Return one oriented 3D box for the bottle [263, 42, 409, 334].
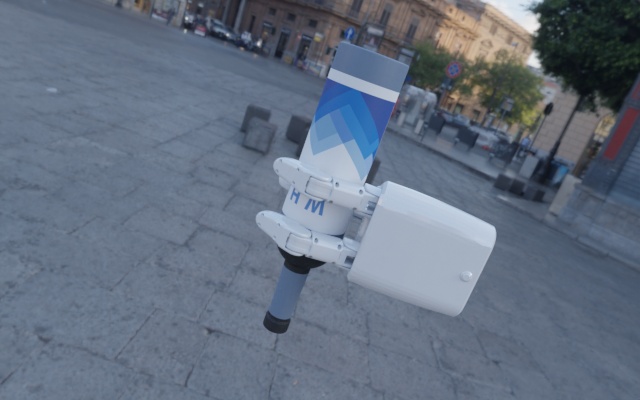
[{"bbox_3d":[0.000,0.001,0.469,0.069,0.296,0.069,18,16,-6],"label":"bottle"}]
